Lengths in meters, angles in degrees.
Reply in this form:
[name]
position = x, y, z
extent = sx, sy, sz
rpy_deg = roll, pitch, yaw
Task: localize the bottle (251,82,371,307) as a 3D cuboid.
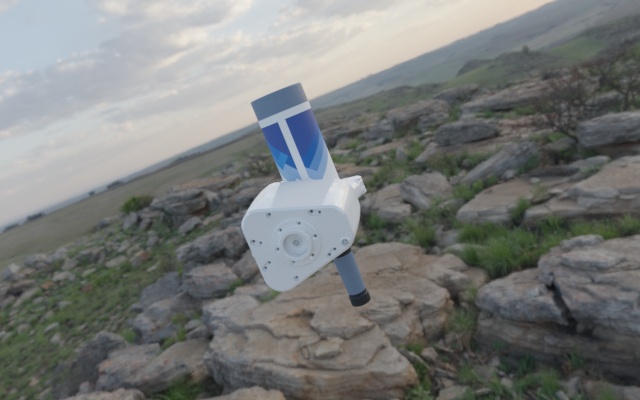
[bottle]
position = 0.000, 0.002, 0.610
extent = 0.069, 0.296, 0.069
rpy_deg = -21, 12, 5
